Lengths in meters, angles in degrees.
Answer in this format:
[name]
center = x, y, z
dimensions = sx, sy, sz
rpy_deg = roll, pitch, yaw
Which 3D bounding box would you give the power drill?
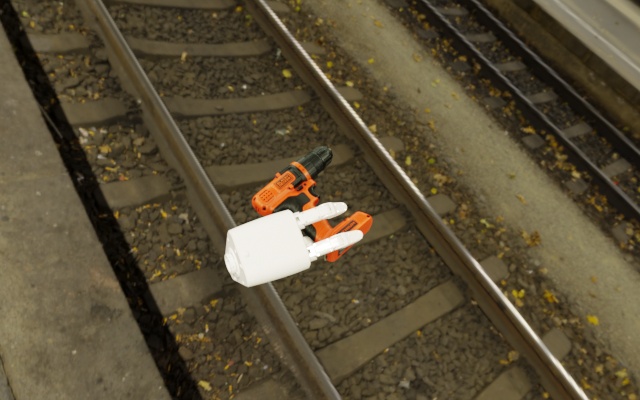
[power drill]
center = 0.000, 0.003, 0.854
dimensions = 0.187, 0.184, 0.057
rpy_deg = 41, -20, 21
